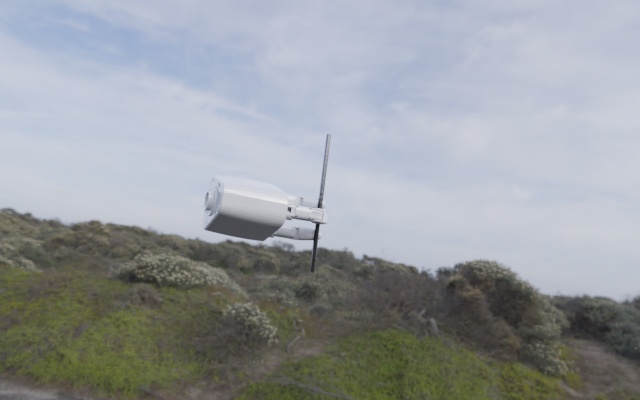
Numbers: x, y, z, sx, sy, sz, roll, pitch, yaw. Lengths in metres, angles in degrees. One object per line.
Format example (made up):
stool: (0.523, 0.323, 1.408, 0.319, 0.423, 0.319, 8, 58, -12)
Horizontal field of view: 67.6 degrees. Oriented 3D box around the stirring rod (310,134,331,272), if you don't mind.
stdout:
stirring rod: (0.000, 0.003, 0.820, 0.011, 0.239, 0.011, 7, -8, 1)
